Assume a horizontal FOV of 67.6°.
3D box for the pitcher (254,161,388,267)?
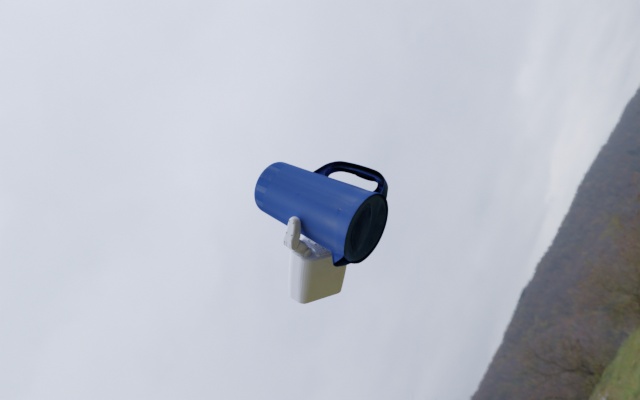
[{"bbox_3d":[0.000,0.003,0.893,0.242,0.145,0.149,24,32,33],"label":"pitcher"}]
